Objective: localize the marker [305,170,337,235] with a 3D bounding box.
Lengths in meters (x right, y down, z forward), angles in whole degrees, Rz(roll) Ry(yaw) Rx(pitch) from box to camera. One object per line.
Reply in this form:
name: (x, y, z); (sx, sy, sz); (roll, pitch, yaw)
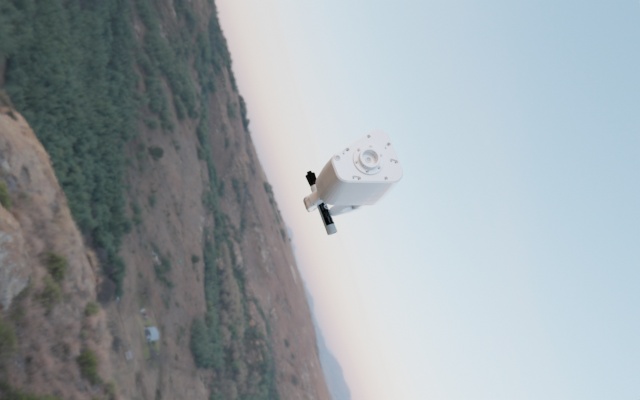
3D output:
marker: (0.000, 0.003, 0.846); (0.020, 0.121, 0.020); (-20, -12, -5)
